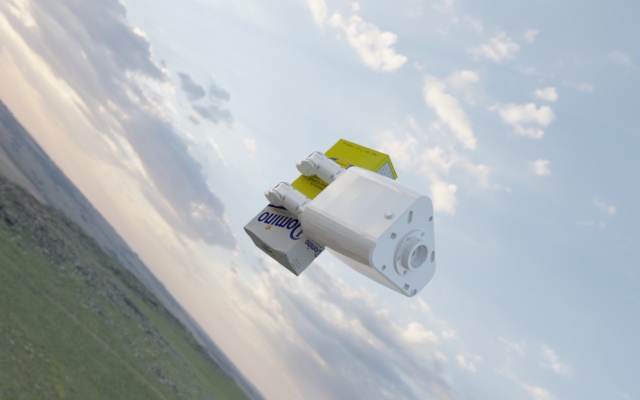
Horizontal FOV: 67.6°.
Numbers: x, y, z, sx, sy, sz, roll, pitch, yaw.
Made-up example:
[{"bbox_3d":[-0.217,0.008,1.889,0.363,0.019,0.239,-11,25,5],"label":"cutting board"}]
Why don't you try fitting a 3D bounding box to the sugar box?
[{"bbox_3d":[0.000,0.001,0.581,0.176,0.048,0.093,-42,40,-20],"label":"sugar box"}]
